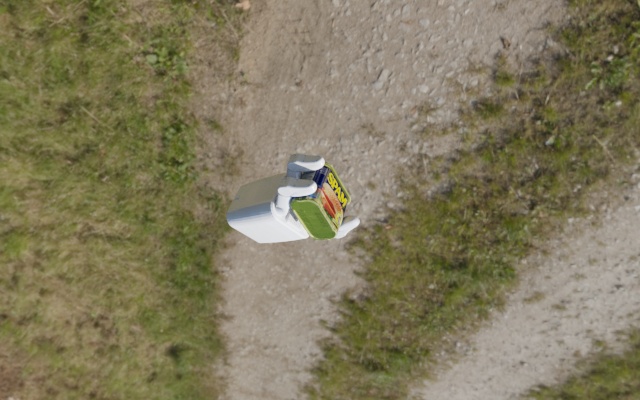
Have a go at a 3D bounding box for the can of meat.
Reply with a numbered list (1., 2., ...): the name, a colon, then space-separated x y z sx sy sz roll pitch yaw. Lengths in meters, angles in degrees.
1. can of meat: 0.000 0.003 0.773 0.057 0.084 0.102 -8 -48 30
